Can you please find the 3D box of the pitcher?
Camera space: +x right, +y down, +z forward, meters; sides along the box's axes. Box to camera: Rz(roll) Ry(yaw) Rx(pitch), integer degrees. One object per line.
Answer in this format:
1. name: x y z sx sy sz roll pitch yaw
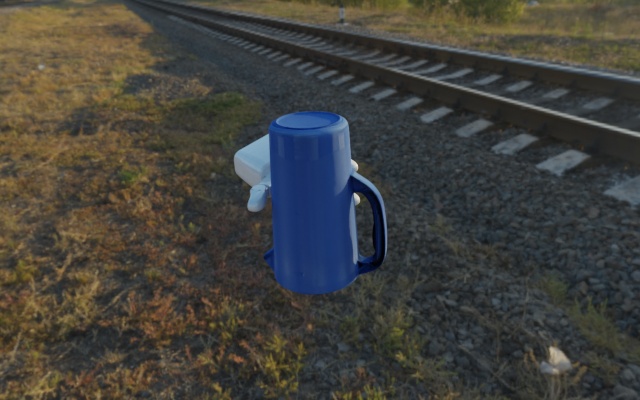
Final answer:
1. pitcher: 0.000 0.002 0.686 0.149 0.243 0.145 -16 28 -27
